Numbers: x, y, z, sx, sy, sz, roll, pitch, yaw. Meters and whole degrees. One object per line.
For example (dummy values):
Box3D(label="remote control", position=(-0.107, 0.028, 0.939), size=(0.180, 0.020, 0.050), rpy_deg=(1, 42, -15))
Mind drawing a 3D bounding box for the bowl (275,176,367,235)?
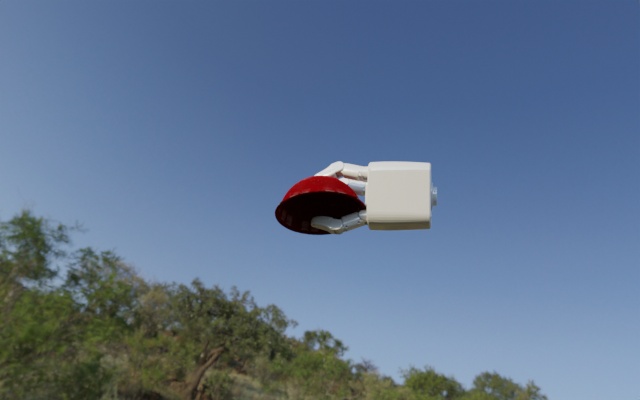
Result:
Box3D(label="bowl", position=(-0.001, 0.002, 0.848), size=(0.162, 0.055, 0.162), rpy_deg=(-2, -30, -1))
